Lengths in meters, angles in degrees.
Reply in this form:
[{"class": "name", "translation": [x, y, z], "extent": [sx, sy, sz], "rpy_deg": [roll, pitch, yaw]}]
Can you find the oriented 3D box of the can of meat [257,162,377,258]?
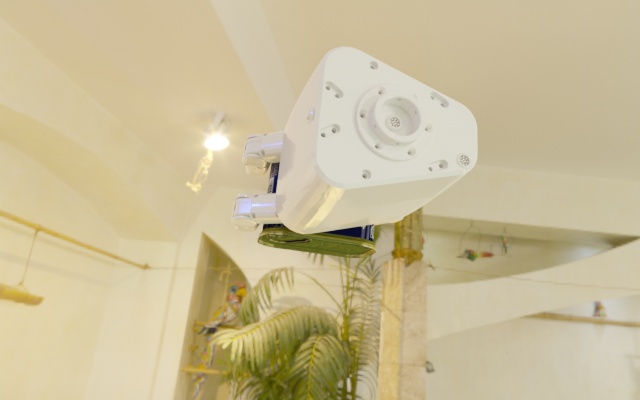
[{"class": "can of meat", "translation": [0.000, 0.001, 0.428], "extent": [0.102, 0.084, 0.057], "rpy_deg": [8, -17, -9]}]
